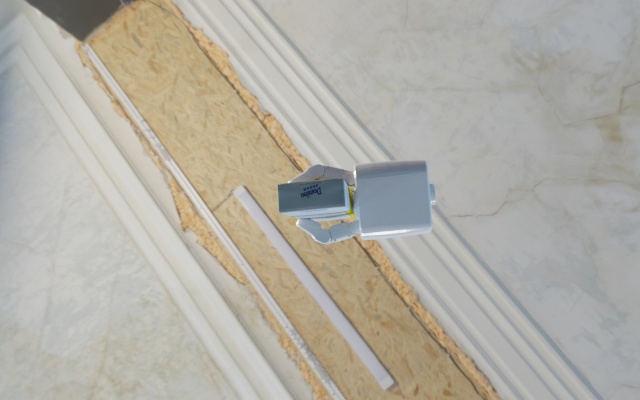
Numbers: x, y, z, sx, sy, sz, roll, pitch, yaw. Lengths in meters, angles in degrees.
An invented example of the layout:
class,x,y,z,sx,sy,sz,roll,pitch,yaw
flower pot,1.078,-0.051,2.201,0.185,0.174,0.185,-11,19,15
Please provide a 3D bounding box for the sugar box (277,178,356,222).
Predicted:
class,x,y,z,sx,sy,sz,roll,pitch,yaw
sugar box,0.000,0.002,0.715,0.093,0.048,0.176,-5,-9,7
